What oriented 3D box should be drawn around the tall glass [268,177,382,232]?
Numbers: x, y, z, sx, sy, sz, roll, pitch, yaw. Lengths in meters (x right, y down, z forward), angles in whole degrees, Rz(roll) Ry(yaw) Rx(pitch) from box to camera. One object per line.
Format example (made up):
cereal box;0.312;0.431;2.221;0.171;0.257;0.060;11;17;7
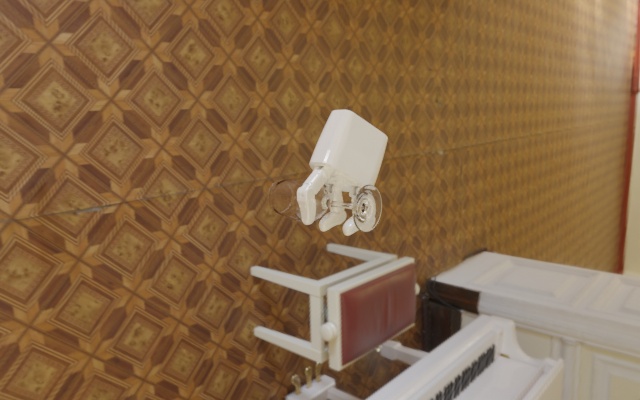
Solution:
tall glass;0.001;0.003;0.803;0.201;0.079;0.079;7;5;42
